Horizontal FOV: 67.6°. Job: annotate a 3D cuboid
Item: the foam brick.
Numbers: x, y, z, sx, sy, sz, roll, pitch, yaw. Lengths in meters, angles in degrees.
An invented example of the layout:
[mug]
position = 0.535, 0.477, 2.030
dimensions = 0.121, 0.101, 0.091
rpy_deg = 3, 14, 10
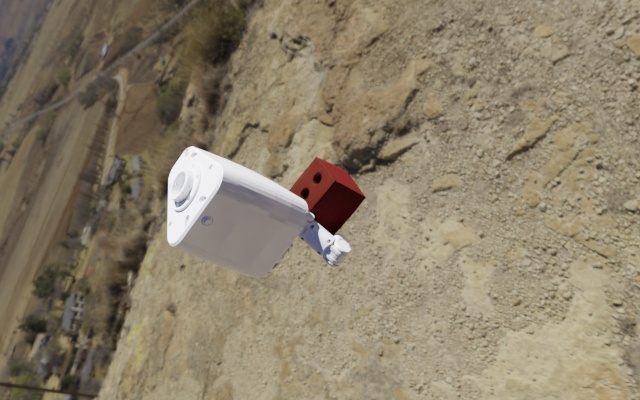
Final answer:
[foam brick]
position = 0.000, 0.001, 0.529
dimensions = 0.051, 0.078, 0.053
rpy_deg = 27, 19, -38
